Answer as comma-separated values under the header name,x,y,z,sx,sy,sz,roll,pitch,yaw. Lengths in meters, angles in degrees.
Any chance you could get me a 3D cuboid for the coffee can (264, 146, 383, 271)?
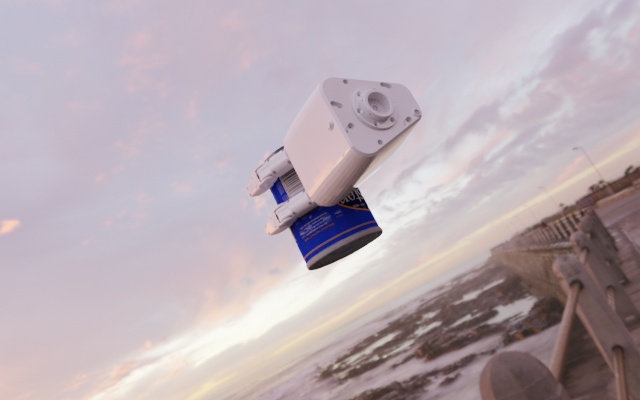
name,x,y,z,sx,sy,sz,roll,pitch,yaw
coffee can,0.000,0.002,0.597,0.103,0.140,0.103,-26,-14,-7
